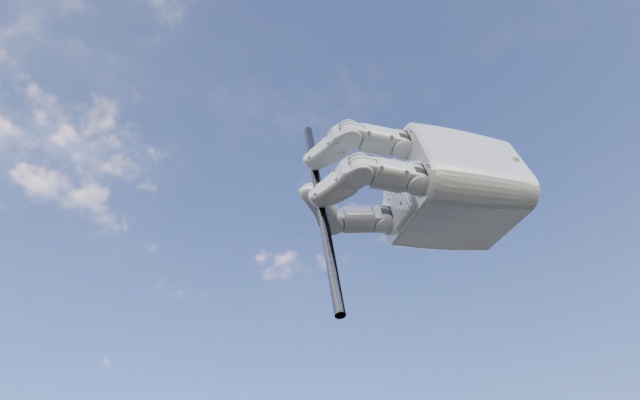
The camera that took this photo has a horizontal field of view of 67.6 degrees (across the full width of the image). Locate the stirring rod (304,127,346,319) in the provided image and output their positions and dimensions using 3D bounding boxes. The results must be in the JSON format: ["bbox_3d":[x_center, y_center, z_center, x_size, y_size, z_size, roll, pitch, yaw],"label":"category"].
[{"bbox_3d":[0.000,0.001,0.412,0.011,0.011,0.239,0,39,-8],"label":"stirring rod"}]
